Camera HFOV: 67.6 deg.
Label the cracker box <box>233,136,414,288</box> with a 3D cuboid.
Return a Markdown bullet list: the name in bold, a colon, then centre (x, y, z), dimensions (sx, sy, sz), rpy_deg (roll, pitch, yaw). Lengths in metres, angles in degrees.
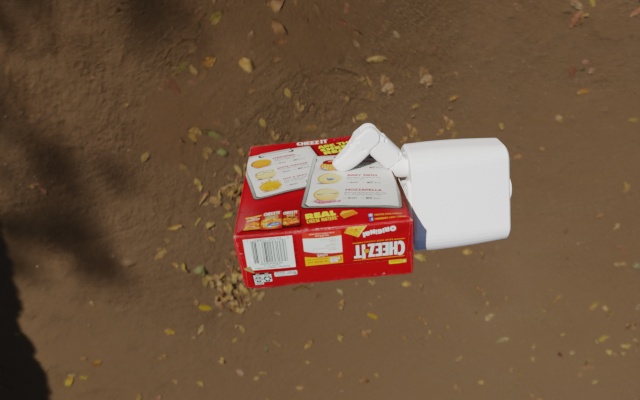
- **cracker box**: centre (0.000, 0.002, 0.530), dimensions (0.164, 0.072, 0.213), rpy_deg (-6, 29, 0)
